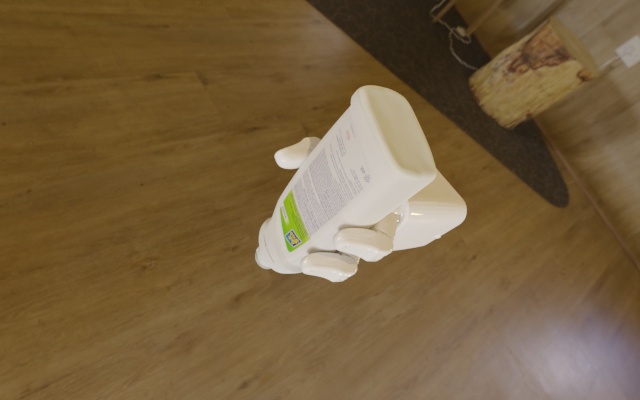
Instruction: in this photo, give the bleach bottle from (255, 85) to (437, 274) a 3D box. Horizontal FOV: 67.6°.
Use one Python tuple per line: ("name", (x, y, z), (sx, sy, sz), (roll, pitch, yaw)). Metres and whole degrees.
("bleach bottle", (0.000, 0.002, 0.489), (0.068, 0.102, 0.251), (1, -29, -38))
